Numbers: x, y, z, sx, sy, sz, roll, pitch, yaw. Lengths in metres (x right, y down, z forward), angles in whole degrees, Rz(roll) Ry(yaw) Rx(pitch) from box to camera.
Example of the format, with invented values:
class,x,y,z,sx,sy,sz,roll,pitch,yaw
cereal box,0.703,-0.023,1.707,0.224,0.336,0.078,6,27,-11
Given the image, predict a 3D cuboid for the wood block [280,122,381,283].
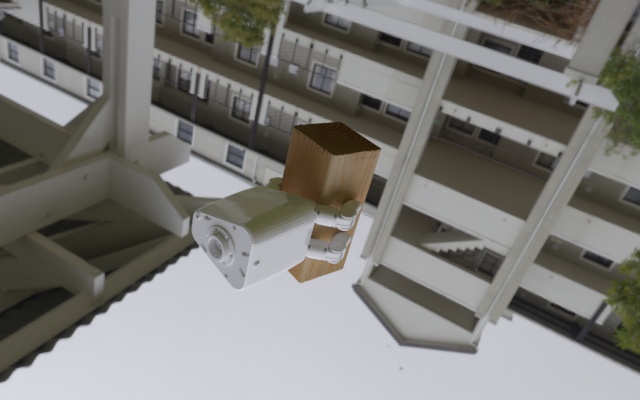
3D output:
class,x,y,z,sx,sy,sz,roll,pitch,yaw
wood block,0.000,0.002,0.682,0.090,0.206,0.090,-12,40,-39
